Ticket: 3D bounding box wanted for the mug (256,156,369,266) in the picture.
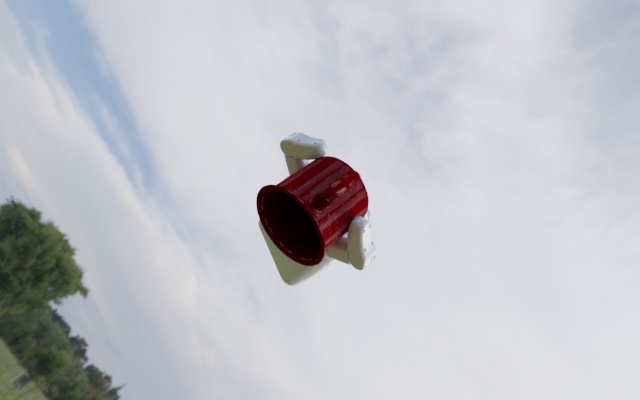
[{"bbox_3d":[0.001,0.001,0.479,0.081,0.093,0.117,-37,-4,-35],"label":"mug"}]
